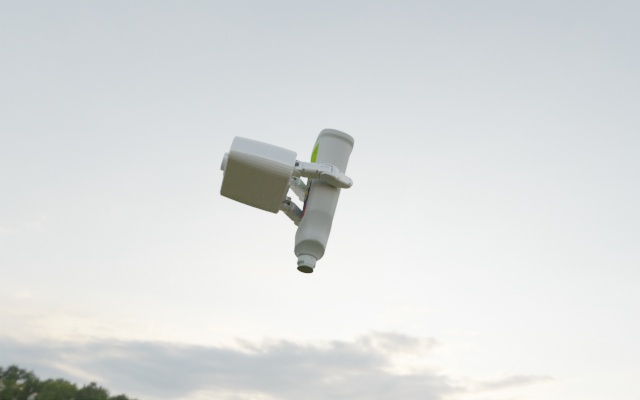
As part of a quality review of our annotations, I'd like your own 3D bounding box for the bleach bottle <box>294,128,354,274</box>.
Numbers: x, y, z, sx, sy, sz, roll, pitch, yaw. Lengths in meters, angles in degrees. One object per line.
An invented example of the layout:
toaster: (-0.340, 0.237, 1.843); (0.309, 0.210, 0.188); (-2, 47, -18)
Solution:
bleach bottle: (0.000, 0.003, 0.811); (0.068, 0.250, 0.103); (17, -34, -7)
